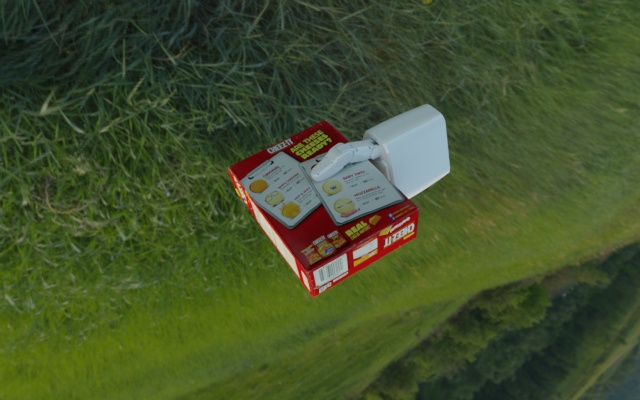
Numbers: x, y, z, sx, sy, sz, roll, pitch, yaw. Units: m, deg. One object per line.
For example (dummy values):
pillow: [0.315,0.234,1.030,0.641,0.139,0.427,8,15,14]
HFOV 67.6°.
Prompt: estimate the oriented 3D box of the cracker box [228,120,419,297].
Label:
cracker box: [0.000,0.002,0.640,0.164,0.072,0.213,-28,51,-17]
